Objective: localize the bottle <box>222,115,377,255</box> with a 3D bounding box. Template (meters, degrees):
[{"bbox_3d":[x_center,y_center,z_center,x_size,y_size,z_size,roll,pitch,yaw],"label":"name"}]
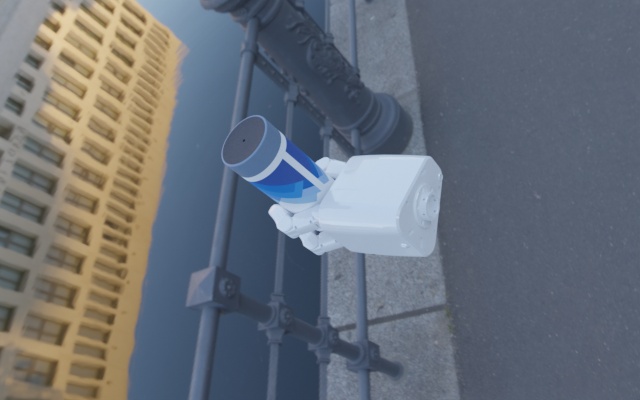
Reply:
[{"bbox_3d":[0.000,0.002,0.618,0.069,0.069,0.296,0,-27,40],"label":"bottle"}]
